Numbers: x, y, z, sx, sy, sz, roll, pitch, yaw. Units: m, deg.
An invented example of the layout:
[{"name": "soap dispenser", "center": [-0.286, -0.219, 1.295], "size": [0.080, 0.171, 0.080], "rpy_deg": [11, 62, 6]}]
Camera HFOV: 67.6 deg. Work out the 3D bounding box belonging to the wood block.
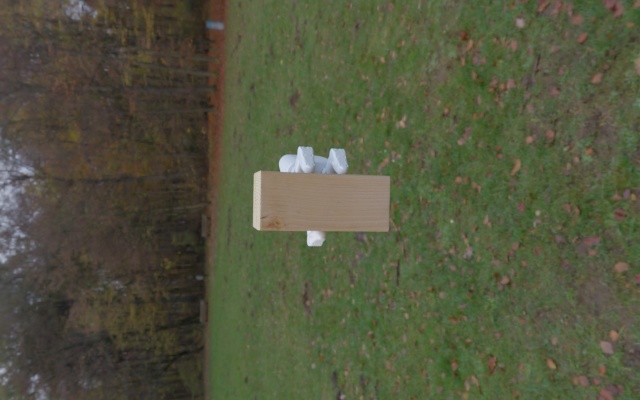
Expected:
[{"name": "wood block", "center": [0.000, 0.003, 0.771], "size": [0.206, 0.091, 0.090], "rpy_deg": [1, 0, -15]}]
